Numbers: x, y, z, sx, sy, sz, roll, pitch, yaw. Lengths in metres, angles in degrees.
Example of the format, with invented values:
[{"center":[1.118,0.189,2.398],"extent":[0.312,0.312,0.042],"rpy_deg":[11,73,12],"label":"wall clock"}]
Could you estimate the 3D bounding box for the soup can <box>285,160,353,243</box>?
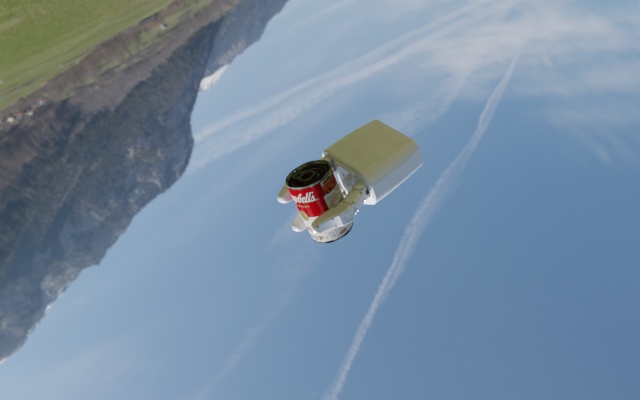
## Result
[{"center":[0.000,0.003,0.684],"extent":[0.068,0.102,0.068],"rpy_deg":[-17,31,11],"label":"soup can"}]
